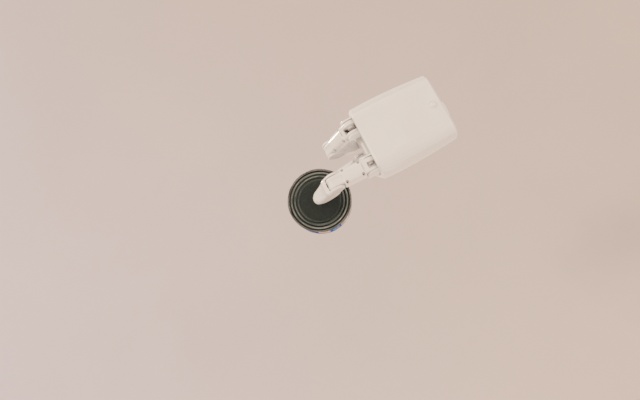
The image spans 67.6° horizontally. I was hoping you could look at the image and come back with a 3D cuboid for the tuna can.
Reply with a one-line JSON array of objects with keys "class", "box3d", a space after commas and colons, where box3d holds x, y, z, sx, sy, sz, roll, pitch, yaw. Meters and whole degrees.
[{"class": "tuna can", "box3d": [0.000, 0.002, 0.650, 0.086, 0.086, 0.034, 0, -9, 6]}]
